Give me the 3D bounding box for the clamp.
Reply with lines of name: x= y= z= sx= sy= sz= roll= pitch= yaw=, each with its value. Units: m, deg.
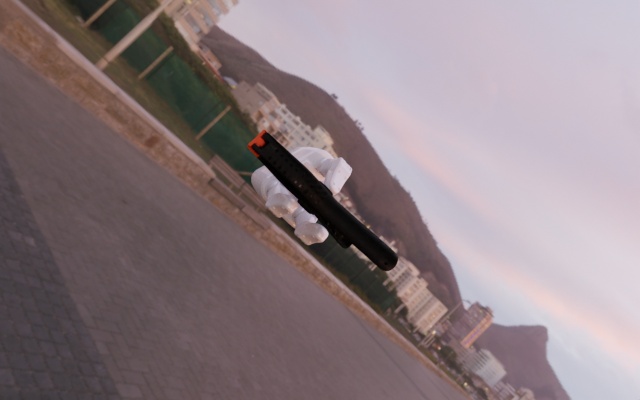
clamp: x=0.000 y=0.001 z=0.566 sx=0.210 sy=0.036 sz=0.164 roll=47 pitch=-9 yaw=-20
